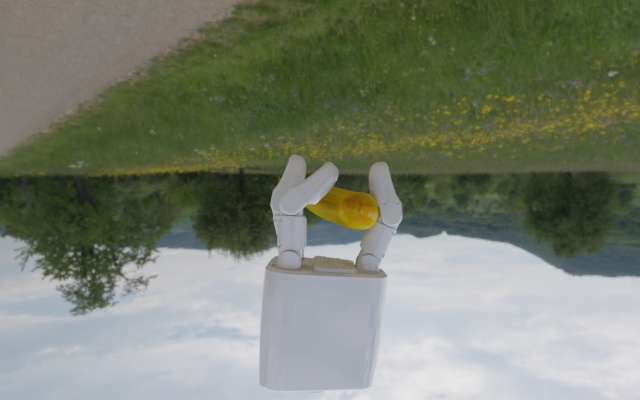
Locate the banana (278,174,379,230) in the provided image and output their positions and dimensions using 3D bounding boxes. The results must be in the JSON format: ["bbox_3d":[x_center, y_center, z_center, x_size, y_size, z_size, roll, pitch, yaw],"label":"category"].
[{"bbox_3d":[0.015,0.005,0.475,0.069,0.037,0.198,13,1,-24],"label":"banana"}]
